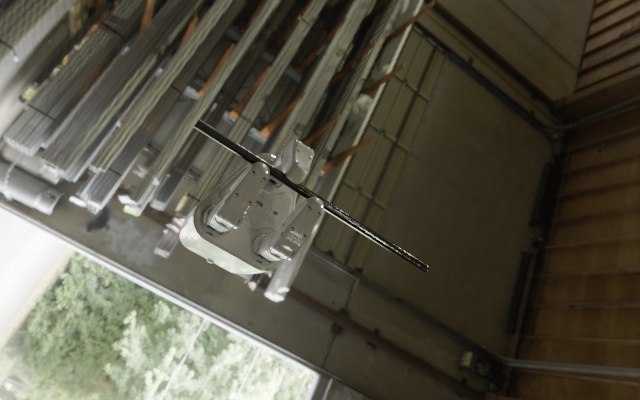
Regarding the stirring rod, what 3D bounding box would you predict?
[{"bbox_3d":[0.000,0.001,0.408,0.239,0.011,0.011,32,-10,-16],"label":"stirring rod"}]
